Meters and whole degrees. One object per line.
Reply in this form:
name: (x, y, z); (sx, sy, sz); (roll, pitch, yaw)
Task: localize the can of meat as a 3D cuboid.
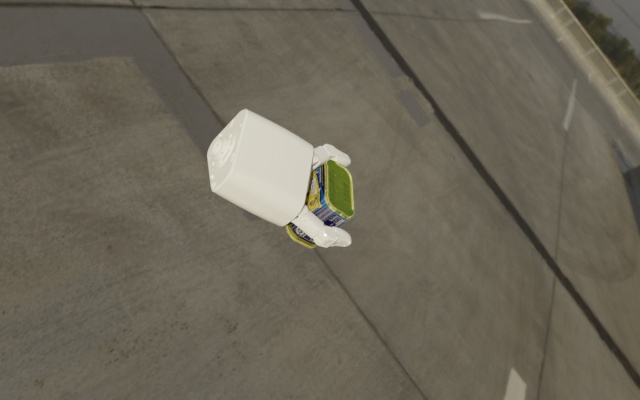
can of meat: (0.000, 0.002, 0.673); (0.057, 0.102, 0.084); (30, -51, -29)
